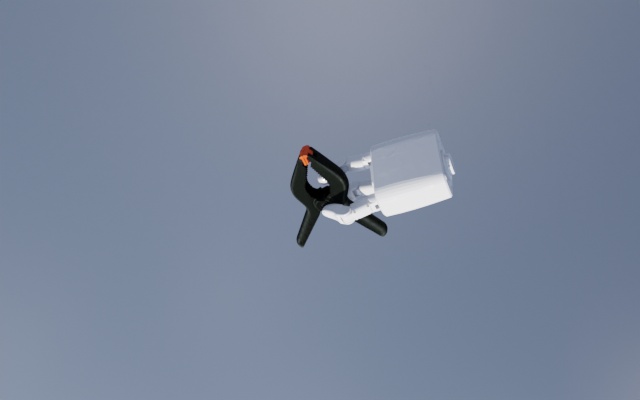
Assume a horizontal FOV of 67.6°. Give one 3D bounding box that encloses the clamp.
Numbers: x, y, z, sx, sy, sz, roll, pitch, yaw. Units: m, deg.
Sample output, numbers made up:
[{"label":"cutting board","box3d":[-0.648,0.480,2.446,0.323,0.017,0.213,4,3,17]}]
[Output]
[{"label":"clamp","box3d":[0.000,0.003,0.786,0.164,0.210,0.036,-16,39,21]}]
